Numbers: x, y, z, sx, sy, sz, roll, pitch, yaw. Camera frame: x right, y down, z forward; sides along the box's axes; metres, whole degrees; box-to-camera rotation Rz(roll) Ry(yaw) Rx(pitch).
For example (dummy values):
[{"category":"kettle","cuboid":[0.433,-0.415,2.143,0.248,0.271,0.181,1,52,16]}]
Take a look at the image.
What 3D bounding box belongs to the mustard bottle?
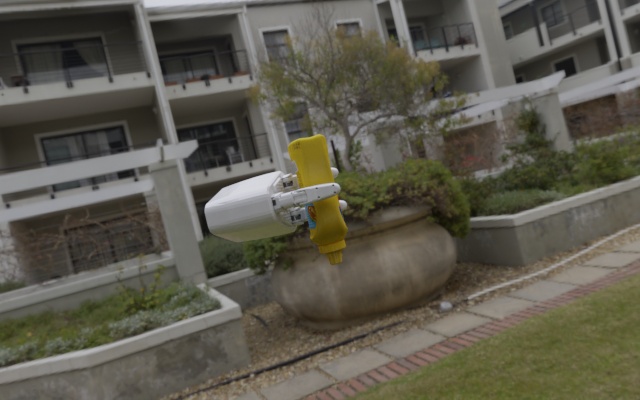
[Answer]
[{"category":"mustard bottle","cuboid":[0.000,0.002,0.718,0.058,0.191,0.096,-14,0,-11]}]
